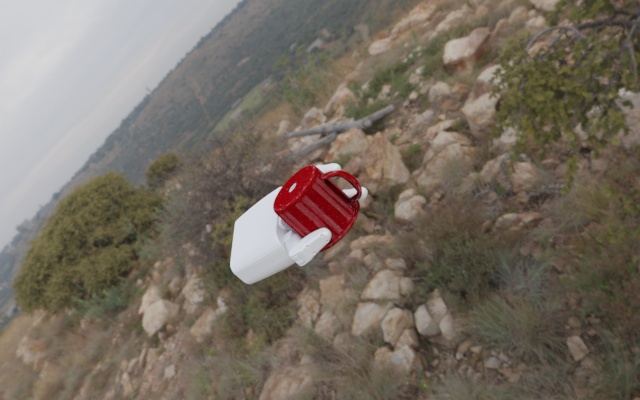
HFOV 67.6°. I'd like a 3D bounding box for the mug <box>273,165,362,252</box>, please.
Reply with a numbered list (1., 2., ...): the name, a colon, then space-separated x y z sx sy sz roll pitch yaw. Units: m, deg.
1. mug: 0.001 0.001 0.627 0.117 0.081 0.093 -34 25 30
